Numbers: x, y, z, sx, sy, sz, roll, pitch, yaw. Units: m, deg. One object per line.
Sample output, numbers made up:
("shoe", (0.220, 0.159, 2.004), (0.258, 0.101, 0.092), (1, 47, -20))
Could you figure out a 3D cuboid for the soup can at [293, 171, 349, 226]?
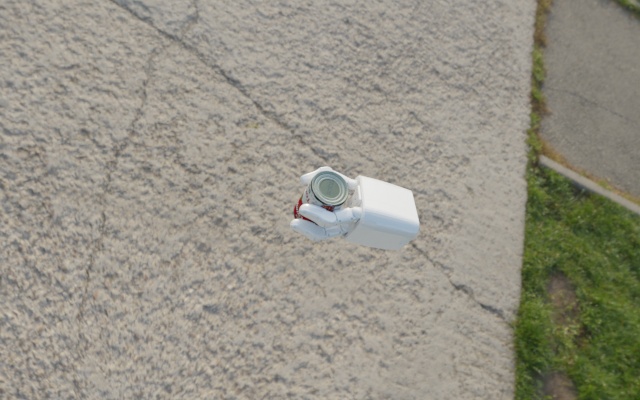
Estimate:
("soup can", (0.000, 0.002, 0.814), (0.068, 0.068, 0.102), (0, -27, -21))
